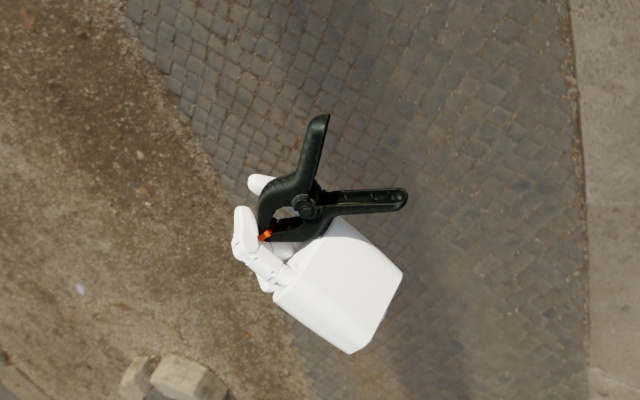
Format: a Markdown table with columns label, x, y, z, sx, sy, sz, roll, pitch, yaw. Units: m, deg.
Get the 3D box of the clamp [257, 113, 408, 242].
| label | x | y | z | sx | sy | sz | roll | pitch | yaw |
| --- | --- | --- | --- | --- | --- | --- | --- | --- | --- |
| clamp | 0.000 | 0.002 | 0.482 | 0.171 | 0.120 | 0.039 | -44 | 11 | 41 |
